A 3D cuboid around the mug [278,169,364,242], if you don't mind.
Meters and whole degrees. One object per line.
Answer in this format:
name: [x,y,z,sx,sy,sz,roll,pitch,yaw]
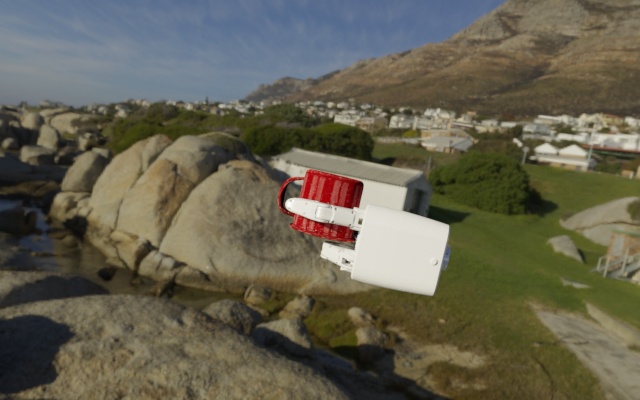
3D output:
mug: [-0.001,0.002,0.649,0.117,0.081,0.093,14,4,8]
